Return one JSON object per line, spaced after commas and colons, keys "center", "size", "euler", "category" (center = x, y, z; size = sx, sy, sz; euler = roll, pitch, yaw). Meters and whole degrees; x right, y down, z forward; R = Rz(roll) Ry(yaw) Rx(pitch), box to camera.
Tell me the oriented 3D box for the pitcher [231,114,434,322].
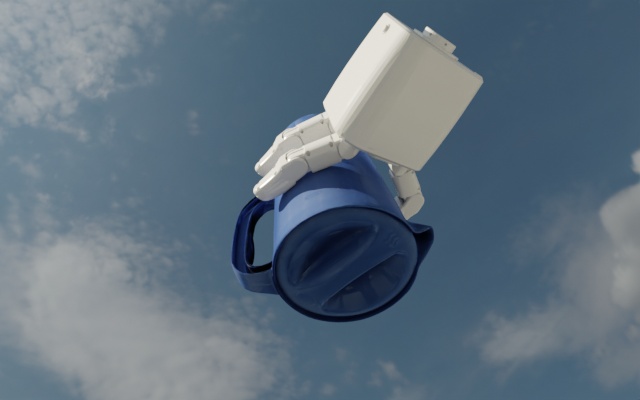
{"center": [0.000, 0.002, 0.513], "size": [0.149, 0.145, 0.242], "euler": [24, 25, -21], "category": "pitcher"}
